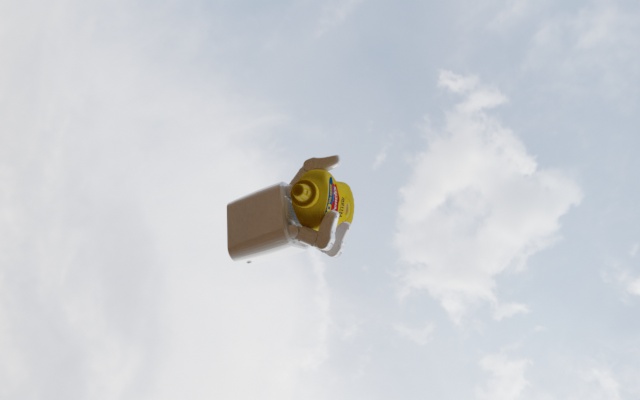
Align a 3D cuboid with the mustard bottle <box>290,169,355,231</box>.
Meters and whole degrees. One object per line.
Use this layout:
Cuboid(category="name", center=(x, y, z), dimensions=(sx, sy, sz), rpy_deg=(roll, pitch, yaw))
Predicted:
Cuboid(category="mustard bottle", center=(0.001, 0.002, 0.751), dimensions=(0.058, 0.096, 0.192), rpy_deg=(7, -8, 22))
